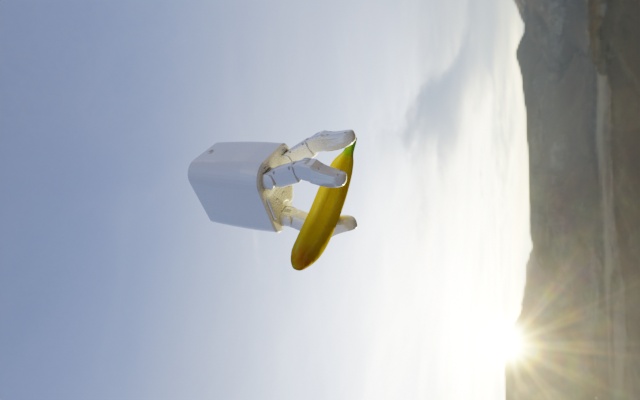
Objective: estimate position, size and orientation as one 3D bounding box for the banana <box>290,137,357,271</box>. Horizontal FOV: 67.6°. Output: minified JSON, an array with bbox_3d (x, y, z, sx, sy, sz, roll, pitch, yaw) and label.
[{"bbox_3d":[0.003,0.010,0.577,0.037,0.197,0.070,11,-34,15],"label":"banana"}]
